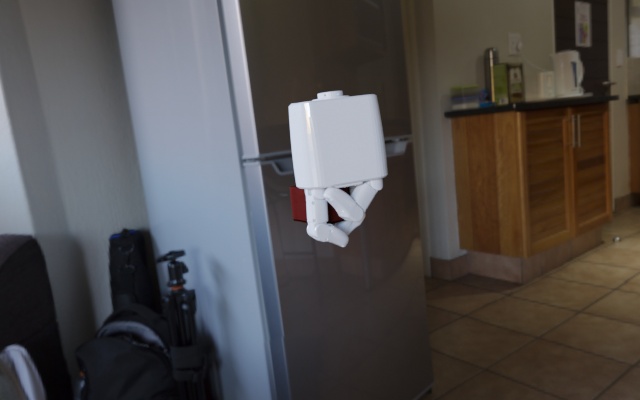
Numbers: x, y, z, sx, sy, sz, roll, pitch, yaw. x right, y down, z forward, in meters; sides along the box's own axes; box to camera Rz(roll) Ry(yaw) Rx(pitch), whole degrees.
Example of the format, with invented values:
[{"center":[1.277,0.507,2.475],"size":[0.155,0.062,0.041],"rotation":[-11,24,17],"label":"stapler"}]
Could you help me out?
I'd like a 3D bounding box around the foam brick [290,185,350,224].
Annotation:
[{"center":[0.000,0.002,0.663],"size":[0.053,0.051,0.078],"rotation":[-14,11,-33],"label":"foam brick"}]
